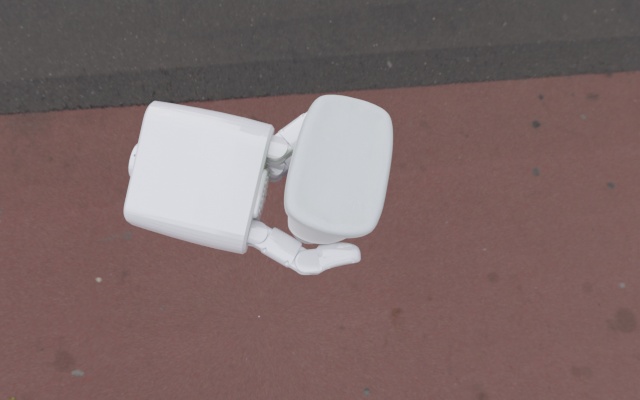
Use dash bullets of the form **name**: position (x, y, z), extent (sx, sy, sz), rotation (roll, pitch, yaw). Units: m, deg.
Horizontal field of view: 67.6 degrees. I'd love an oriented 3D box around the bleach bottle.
- **bleach bottle**: position (0.000, 0.001, 0.439), extent (0.068, 0.102, 0.251), rotation (14, -15, -4)
